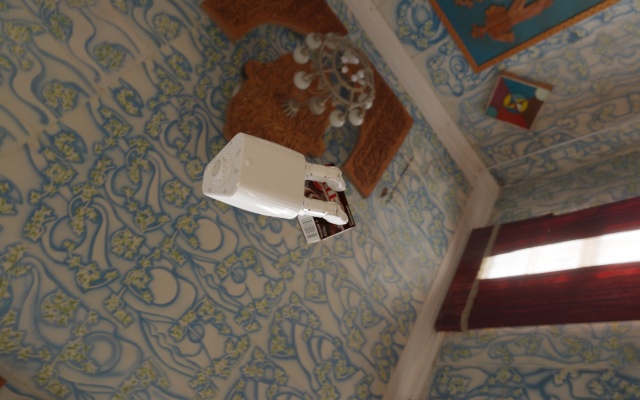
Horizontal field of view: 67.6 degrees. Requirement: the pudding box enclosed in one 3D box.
[{"bbox_3d":[0.000,0.003,0.749,0.039,0.113,0.090,-17,0,43],"label":"pudding box"}]
